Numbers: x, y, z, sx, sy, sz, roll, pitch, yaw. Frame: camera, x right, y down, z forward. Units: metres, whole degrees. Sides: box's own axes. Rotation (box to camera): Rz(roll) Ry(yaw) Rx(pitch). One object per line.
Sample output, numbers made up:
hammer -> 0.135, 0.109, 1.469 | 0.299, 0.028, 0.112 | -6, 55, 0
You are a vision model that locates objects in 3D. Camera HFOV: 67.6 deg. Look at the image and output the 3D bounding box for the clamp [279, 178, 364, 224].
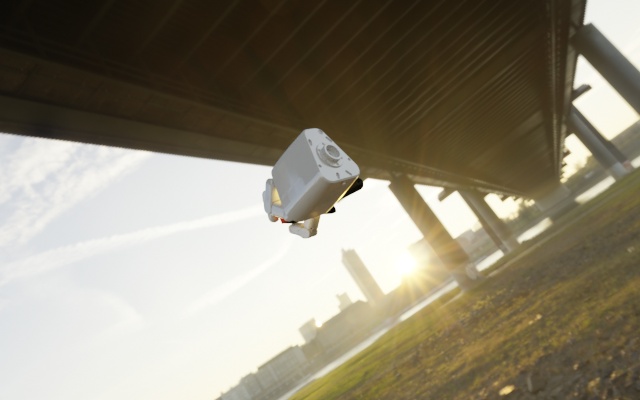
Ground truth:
clamp -> 0.000, 0.002, 0.876 | 0.171, 0.039, 0.120 | -17, -23, -46
